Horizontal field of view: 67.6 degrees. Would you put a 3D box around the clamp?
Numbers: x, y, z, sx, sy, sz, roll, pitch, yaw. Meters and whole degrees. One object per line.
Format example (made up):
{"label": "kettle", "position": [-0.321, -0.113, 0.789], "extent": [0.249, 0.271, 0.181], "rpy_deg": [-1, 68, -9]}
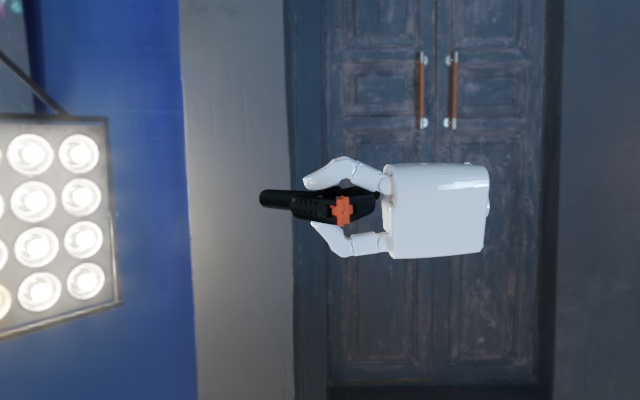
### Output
{"label": "clamp", "position": [0.000, 0.003, 0.565], "extent": [0.164, 0.036, 0.210], "rpy_deg": [-4, 6, 0]}
